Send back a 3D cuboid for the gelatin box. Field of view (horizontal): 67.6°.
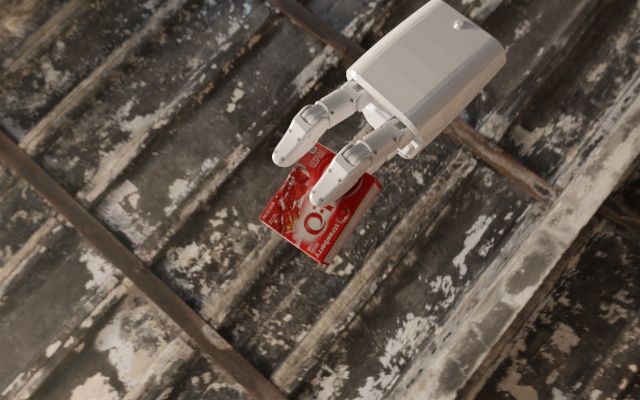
[{"bbox_3d":[0.000,0.002,0.428,0.073,0.089,0.030,33,-1,21],"label":"gelatin box"}]
